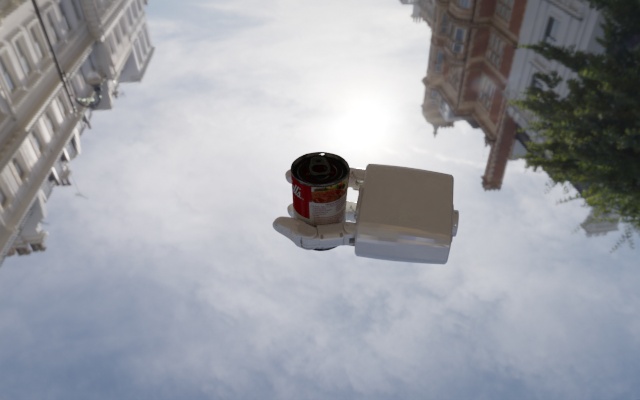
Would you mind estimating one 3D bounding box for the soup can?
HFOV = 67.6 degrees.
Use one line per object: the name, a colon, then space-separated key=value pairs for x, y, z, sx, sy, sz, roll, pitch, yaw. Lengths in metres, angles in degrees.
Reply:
soup can: x=0.000 y=0.002 z=0.574 sx=0.068 sy=0.102 sz=0.068 roll=0 pitch=38 yaw=0
